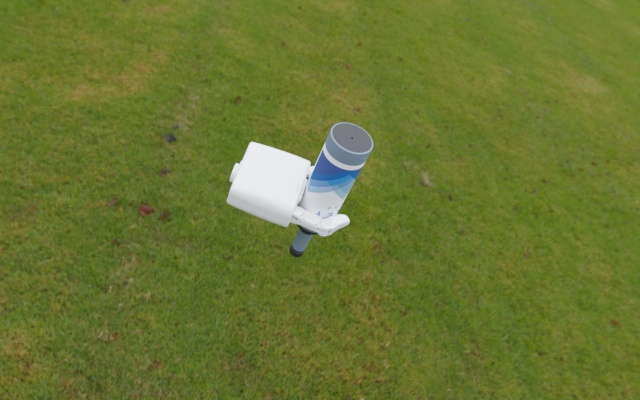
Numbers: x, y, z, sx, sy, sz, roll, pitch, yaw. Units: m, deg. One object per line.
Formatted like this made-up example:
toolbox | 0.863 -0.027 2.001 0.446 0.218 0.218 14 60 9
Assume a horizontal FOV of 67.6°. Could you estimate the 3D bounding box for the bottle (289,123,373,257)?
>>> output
bottle | 0.000 0.002 0.794 0.069 0.069 0.296 0 -39 -24
